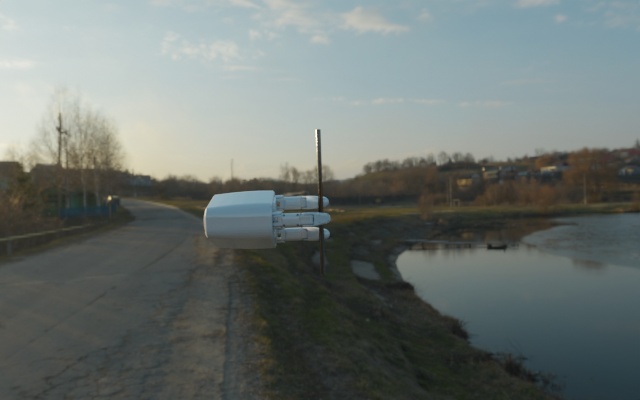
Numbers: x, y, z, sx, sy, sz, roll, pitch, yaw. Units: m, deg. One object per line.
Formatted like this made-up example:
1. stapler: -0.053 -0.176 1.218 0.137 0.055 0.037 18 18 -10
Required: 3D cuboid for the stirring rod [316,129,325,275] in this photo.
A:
1. stirring rod: 0.000 0.003 0.791 0.011 0.239 0.011 -2 0 0
